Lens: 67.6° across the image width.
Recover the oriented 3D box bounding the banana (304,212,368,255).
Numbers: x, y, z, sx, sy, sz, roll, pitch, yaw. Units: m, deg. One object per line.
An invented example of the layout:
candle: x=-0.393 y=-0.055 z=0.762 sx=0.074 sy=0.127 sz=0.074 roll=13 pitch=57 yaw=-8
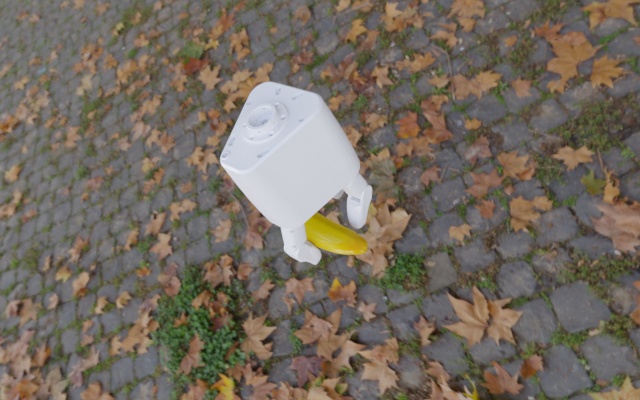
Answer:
banana: x=-0.017 y=0.010 z=0.605 sx=0.069 sy=0.197 sz=0.037 roll=-34 pitch=-41 yaw=-3
